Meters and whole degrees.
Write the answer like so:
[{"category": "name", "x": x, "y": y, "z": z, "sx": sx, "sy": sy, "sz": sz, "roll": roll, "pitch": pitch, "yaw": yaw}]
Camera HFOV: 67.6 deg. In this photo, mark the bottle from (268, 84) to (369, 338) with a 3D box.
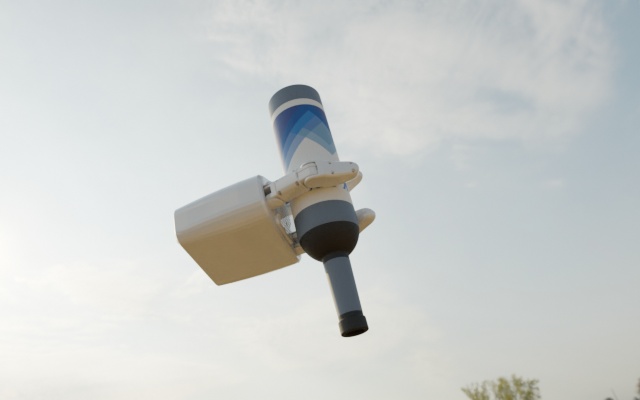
[{"category": "bottle", "x": 0.000, "y": 0.001, "z": 0.523, "sx": 0.069, "sy": 0.295, "sz": 0.069, "roll": -11, "pitch": -30, "yaw": -7}]
